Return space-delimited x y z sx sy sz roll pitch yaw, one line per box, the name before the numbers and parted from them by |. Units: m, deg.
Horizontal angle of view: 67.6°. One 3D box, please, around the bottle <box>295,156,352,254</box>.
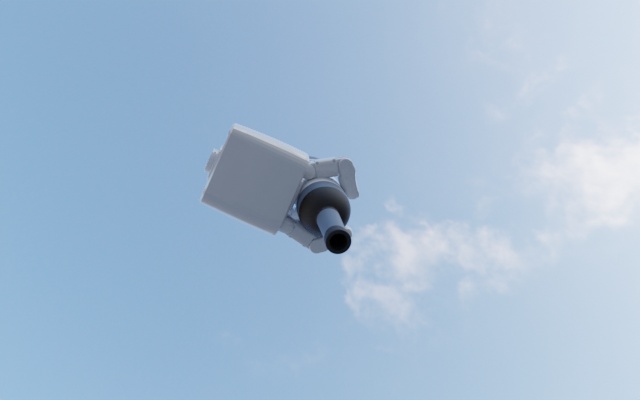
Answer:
bottle | 0.000 0.002 0.630 0.069 0.069 0.295 0 16 -8
